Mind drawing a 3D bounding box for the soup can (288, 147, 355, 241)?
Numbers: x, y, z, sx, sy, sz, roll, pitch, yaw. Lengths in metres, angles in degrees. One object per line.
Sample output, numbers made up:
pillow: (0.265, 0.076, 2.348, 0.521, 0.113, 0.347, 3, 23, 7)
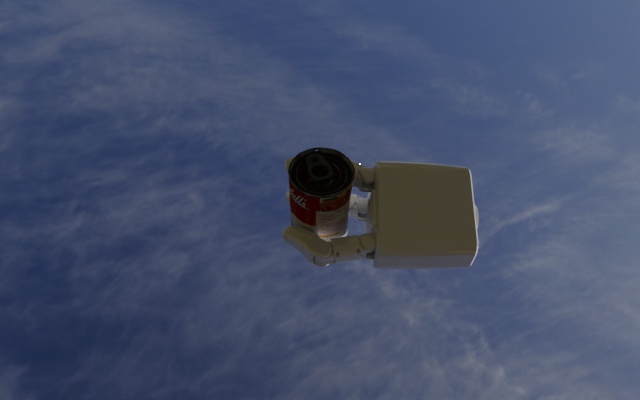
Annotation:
soup can: (0.000, 0.002, 0.522, 0.068, 0.068, 0.102, 0, -39, -2)
